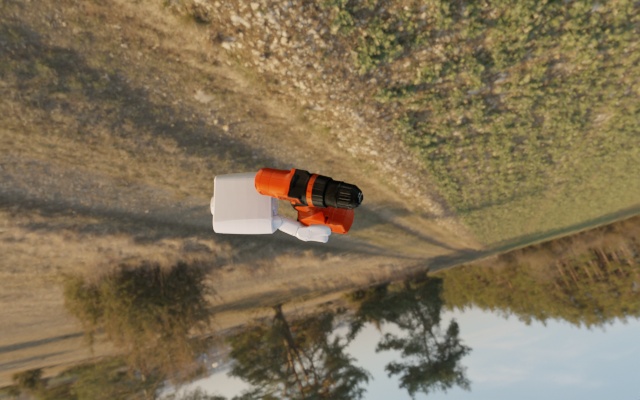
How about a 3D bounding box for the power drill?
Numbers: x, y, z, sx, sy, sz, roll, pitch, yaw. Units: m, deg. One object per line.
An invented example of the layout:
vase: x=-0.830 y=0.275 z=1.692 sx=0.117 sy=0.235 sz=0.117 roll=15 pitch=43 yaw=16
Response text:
power drill: x=0.000 y=0.003 z=0.821 sx=0.184 sy=0.057 sz=0.188 roll=13 pitch=-16 yaw=22
